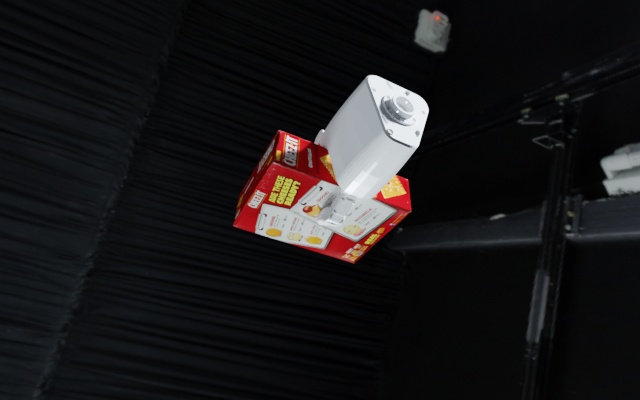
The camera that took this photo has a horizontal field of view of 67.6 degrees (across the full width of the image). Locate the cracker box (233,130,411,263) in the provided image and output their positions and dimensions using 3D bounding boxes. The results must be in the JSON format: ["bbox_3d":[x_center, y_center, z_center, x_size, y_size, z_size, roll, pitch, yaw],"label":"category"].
[{"bbox_3d":[0.000,0.003,0.715,0.214,0.072,0.164,19,-42,-19],"label":"cracker box"}]
